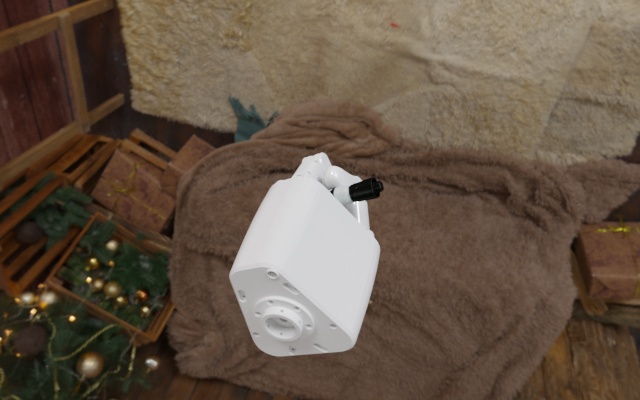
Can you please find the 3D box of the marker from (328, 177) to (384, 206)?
[{"bbox_3d":[0.000,0.001,0.433,0.121,0.020,0.020,-15,-7,27],"label":"marker"}]
